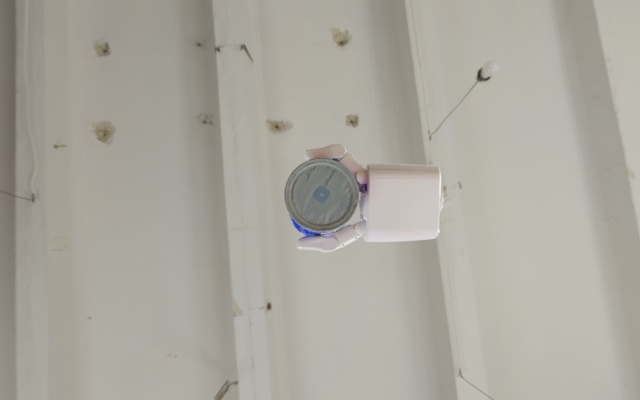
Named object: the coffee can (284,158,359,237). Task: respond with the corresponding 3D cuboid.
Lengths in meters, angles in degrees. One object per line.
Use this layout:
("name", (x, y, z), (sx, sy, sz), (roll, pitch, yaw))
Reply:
("coffee can", (0.000, 0.002, 0.716), (0.103, 0.103, 0.140), (0, -9, -2))
